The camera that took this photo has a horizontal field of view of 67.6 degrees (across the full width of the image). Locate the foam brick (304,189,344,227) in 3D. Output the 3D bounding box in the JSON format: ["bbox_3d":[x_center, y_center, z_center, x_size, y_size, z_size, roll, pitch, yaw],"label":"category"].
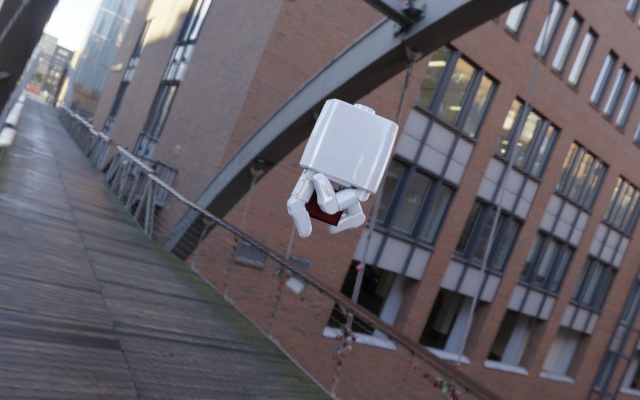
[{"bbox_3d":[0.000,0.002,0.733,0.053,0.051,0.078,21,0,-21],"label":"foam brick"}]
